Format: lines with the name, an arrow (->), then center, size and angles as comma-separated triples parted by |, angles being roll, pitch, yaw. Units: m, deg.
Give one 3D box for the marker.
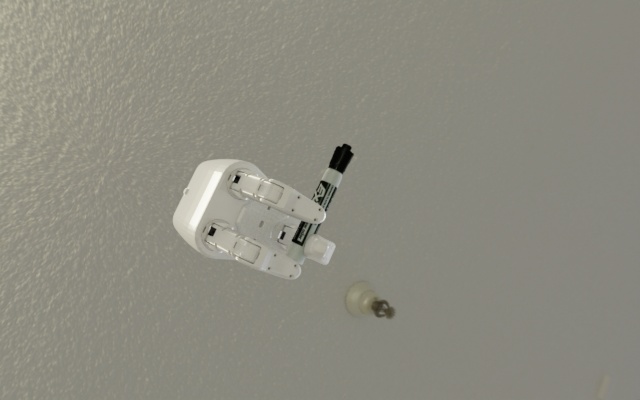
marker -> 0.000, 0.001, 0.448 | 0.020, 0.121, 0.020 | 25, -7, 3
